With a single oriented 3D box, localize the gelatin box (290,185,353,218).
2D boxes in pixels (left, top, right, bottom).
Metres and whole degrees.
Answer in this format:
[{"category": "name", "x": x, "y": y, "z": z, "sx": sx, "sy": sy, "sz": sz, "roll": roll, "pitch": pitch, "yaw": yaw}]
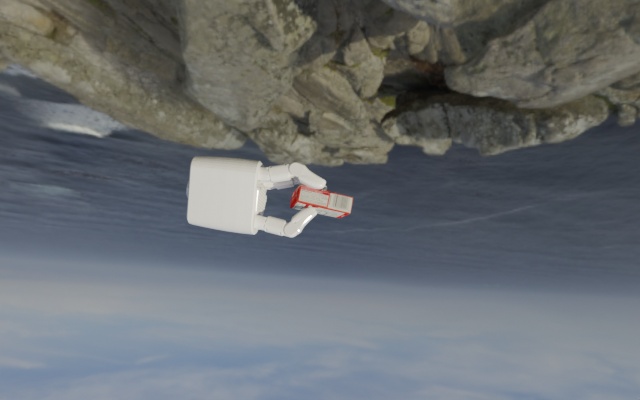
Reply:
[{"category": "gelatin box", "x": 0.000, "y": 0.003, "z": 0.763, "sx": 0.089, "sy": 0.030, "sz": 0.073, "roll": 13, "pitch": -10, "yaw": -9}]
